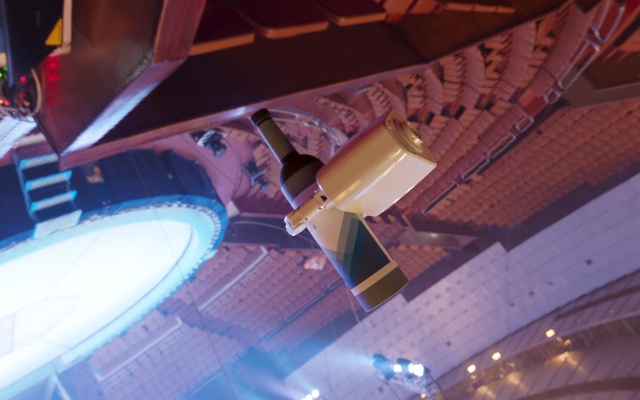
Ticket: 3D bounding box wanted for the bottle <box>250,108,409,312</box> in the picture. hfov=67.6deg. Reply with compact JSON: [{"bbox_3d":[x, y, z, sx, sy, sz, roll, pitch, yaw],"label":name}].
[{"bbox_3d":[0.000,0.002,0.620,0.069,0.295,0.069,-34,-10,-7],"label":"bottle"}]
